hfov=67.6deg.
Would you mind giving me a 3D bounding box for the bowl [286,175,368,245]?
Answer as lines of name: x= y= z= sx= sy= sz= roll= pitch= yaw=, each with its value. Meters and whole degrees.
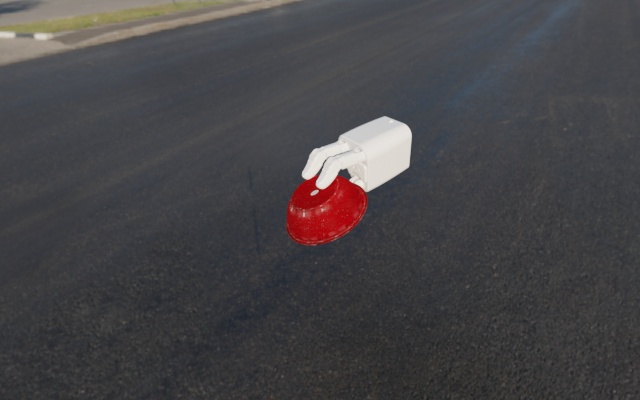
bowl: x=-0.001 y=0.003 z=0.858 sx=0.162 sy=0.055 sz=0.162 roll=-18 pitch=38 yaw=15
